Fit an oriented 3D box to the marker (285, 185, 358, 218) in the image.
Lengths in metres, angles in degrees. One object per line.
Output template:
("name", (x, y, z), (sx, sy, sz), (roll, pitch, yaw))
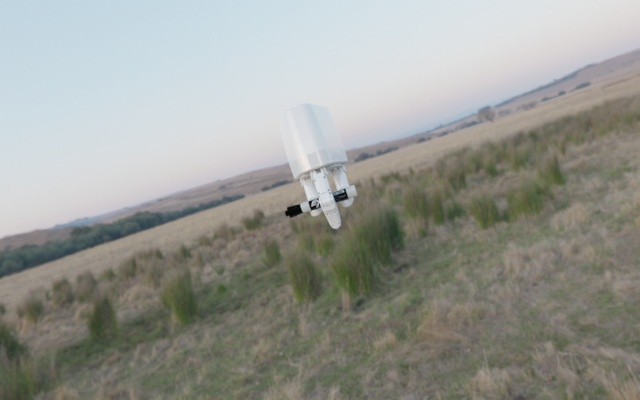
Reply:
("marker", (0.000, 0.003, 0.774), (0.121, 0.020, 0.020), (-19, -2, 5))
